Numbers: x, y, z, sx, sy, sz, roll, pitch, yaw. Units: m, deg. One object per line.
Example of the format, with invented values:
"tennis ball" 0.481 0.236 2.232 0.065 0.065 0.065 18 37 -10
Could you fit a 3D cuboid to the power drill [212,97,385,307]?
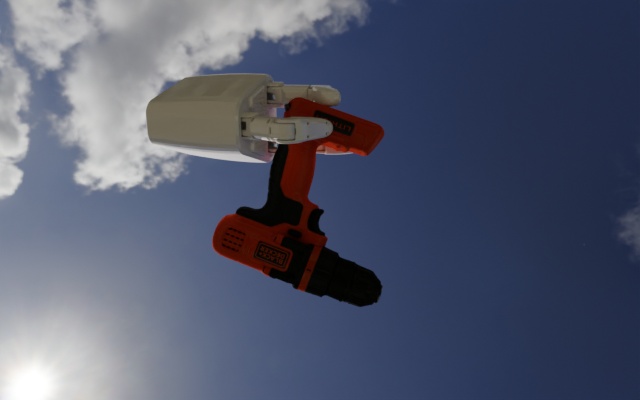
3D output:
"power drill" 0.000 0.001 0.498 0.184 0.187 0.057 21 -2 1
